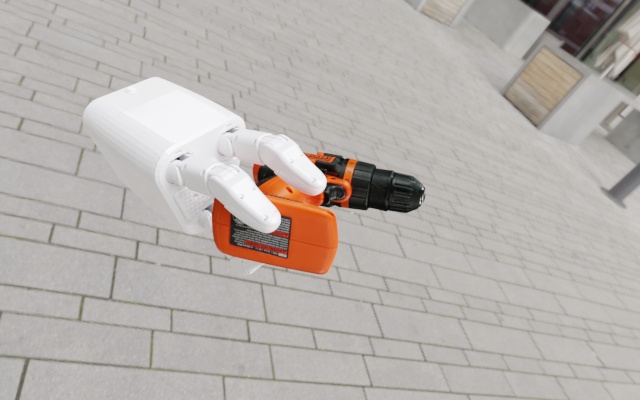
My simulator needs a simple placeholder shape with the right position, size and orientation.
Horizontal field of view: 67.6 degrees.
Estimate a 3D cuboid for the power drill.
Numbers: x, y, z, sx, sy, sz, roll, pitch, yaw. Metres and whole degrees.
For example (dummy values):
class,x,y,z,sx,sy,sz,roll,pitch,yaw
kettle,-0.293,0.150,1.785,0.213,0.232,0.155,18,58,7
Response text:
class,x,y,z,sx,sy,sz,roll,pitch,yaw
power drill,0.000,0.001,0.443,0.184,0.057,0.187,9,19,13
